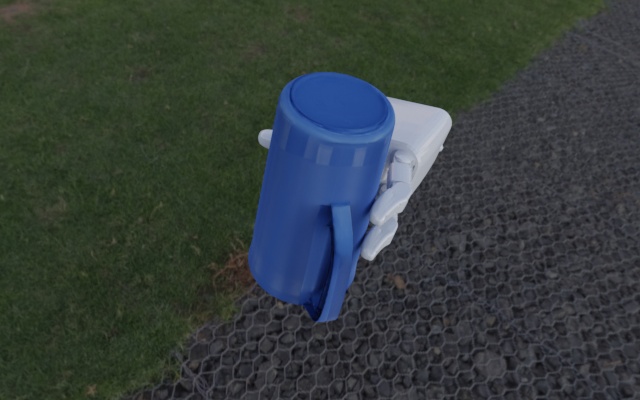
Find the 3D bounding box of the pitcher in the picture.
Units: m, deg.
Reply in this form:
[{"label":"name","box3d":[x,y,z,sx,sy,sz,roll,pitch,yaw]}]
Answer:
[{"label":"pitcher","box3d":[0.000,0.002,0.503,0.149,0.243,0.145,30,47,16]}]
